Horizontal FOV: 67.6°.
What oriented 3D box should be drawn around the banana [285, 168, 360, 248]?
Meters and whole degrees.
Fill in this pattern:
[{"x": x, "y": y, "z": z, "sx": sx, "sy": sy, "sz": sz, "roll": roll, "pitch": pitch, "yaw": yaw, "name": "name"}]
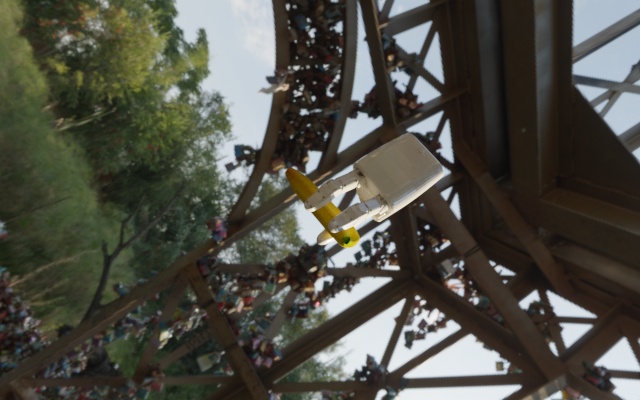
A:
[{"x": 0.008, "y": 0.016, "z": 0.744, "sx": 0.037, "sy": 0.070, "sz": 0.197, "roll": -37, "pitch": 47, "yaw": -7, "name": "banana"}]
